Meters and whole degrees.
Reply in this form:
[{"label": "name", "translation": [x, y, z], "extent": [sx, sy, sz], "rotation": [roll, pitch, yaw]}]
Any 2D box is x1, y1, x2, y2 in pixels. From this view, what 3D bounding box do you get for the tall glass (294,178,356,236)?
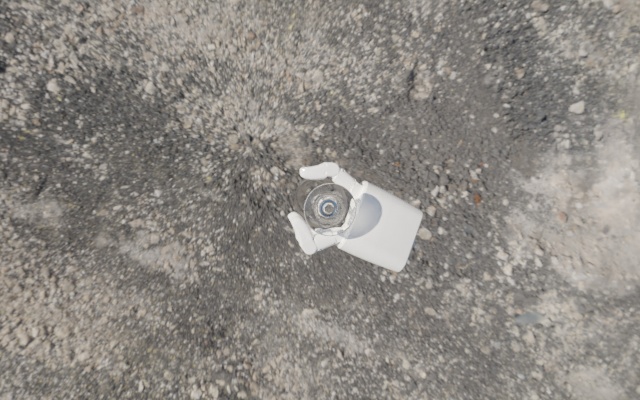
[{"label": "tall glass", "translation": [0.000, 0.002, 0.757], "extent": [0.079, 0.079, 0.201], "rotation": [0, 6, -8]}]
